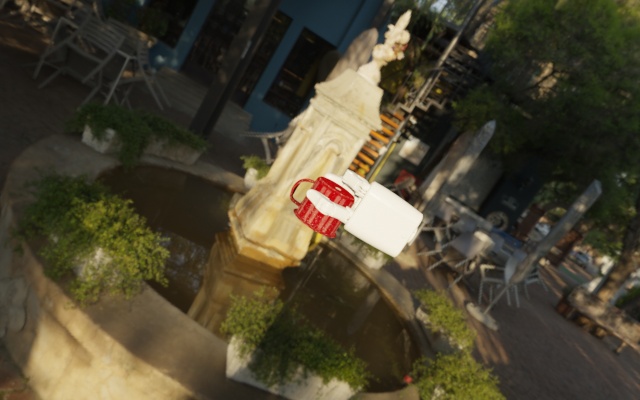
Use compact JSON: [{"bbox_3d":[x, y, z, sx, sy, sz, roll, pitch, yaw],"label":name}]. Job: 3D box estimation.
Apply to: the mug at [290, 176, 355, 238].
[{"bbox_3d":[-0.001,0.002,0.877,0.117,0.081,0.093,32,12,-2],"label":"mug"}]
